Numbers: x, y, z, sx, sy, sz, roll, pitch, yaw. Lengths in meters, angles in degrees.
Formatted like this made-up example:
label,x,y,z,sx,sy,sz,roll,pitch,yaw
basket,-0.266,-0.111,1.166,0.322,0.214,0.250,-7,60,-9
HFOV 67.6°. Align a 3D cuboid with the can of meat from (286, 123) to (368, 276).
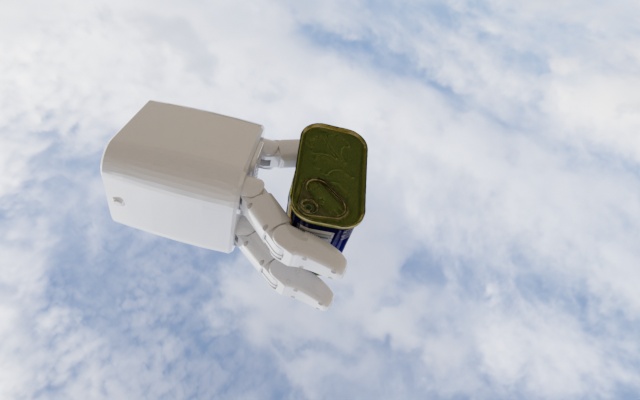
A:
label,x,y,z,sx,sy,sz,roll,pitch,yaw
can of meat,0.000,0.001,0.403,0.057,0.102,0.084,11,-38,-7
